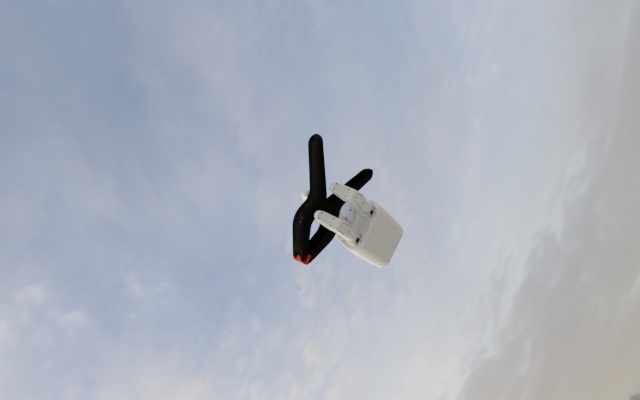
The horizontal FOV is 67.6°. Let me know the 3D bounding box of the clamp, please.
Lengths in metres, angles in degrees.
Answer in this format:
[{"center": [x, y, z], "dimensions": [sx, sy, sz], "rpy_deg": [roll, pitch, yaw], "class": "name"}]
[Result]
[{"center": [-0.001, 0.003, 0.803], "dimensions": [0.036, 0.210, 0.165], "rpy_deg": [18, -13, 46], "class": "clamp"}]
